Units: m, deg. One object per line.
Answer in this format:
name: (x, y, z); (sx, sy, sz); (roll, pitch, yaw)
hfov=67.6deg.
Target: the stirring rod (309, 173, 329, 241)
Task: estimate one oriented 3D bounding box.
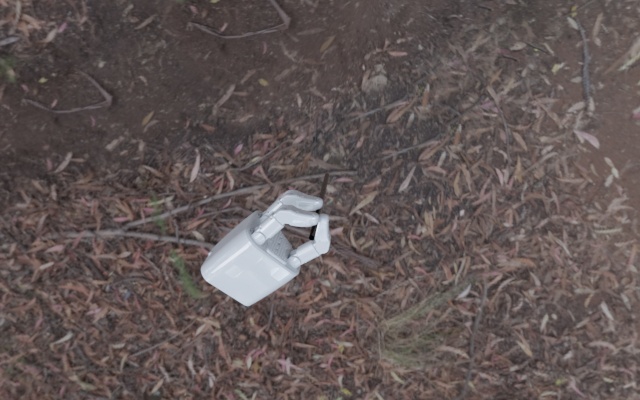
stirring rod: (0.000, 0.002, 0.749); (0.011, 0.011, 0.239); (0, 23, 6)
